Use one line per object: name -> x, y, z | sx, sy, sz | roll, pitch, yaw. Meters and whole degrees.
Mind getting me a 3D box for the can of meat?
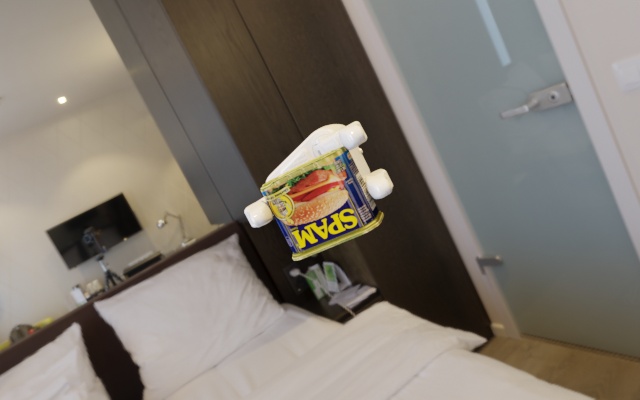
can of meat -> 0.000, 0.001, 0.487 | 0.102, 0.084, 0.057 | -24, 8, 20
